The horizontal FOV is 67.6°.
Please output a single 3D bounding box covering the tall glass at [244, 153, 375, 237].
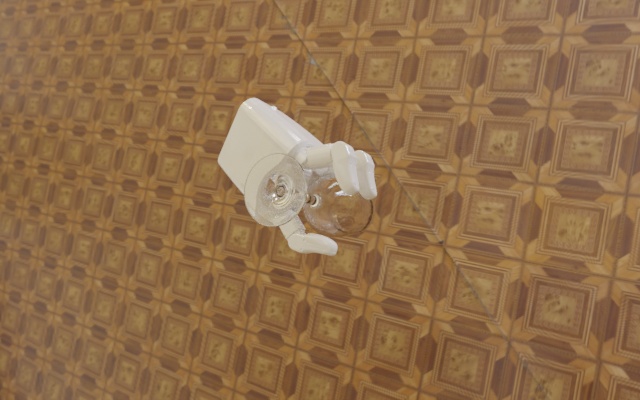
[{"bbox_3d":[0.000,0.002,0.560,0.079,0.079,0.201,0,-8,28],"label":"tall glass"}]
